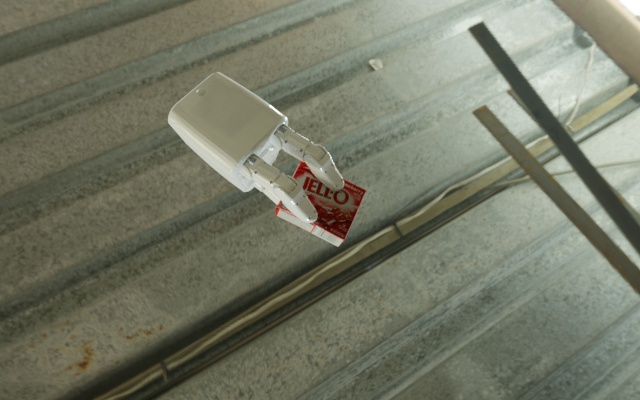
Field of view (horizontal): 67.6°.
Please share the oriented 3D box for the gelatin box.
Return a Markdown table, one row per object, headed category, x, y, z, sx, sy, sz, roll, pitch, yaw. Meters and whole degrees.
| category | x | y | z | sx | sy | sz | roll | pitch | yaw |
| --- | --- | --- | --- | --- | --- | --- | --- | --- | --- |
| gelatin box | 0.000 | 0.002 | 0.573 | 0.089 | 0.073 | 0.030 | 27 | -27 | -2 |
